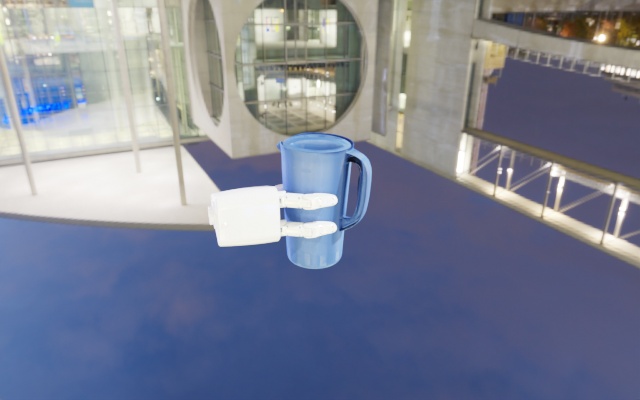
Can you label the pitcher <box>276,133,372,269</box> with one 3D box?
[{"bbox_3d":[0.000,0.003,0.893,0.145,0.243,0.149,-6,24,-17],"label":"pitcher"}]
